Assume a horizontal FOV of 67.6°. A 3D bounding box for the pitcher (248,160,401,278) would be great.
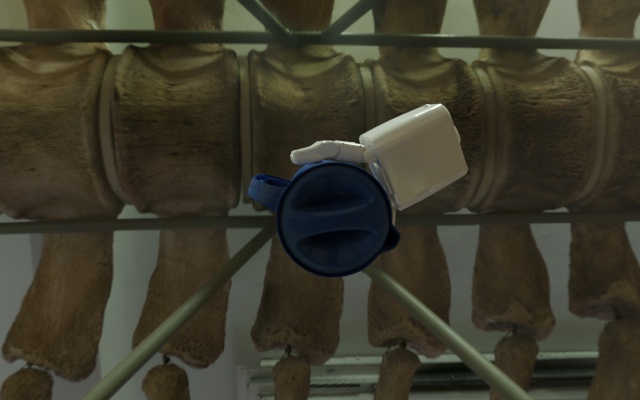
[{"bbox_3d":[0.000,0.002,0.650,0.145,0.149,0.243,-26,9,0],"label":"pitcher"}]
